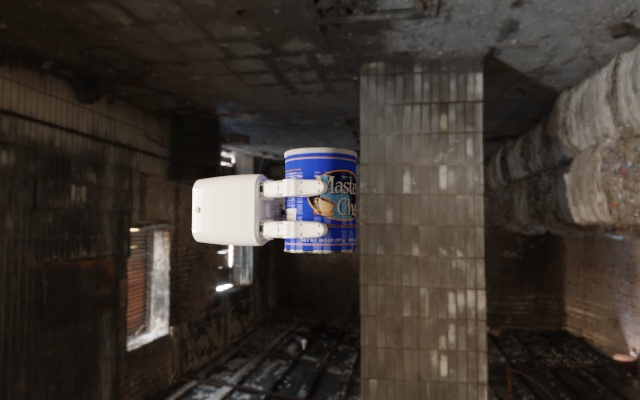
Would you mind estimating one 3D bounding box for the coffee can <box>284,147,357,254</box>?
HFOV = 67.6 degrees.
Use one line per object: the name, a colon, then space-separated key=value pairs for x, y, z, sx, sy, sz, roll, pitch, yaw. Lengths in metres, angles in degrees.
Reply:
coffee can: x=0.000 y=0.002 z=0.677 sx=0.103 sy=0.140 sz=0.103 roll=0 pitch=-3 yaw=0
